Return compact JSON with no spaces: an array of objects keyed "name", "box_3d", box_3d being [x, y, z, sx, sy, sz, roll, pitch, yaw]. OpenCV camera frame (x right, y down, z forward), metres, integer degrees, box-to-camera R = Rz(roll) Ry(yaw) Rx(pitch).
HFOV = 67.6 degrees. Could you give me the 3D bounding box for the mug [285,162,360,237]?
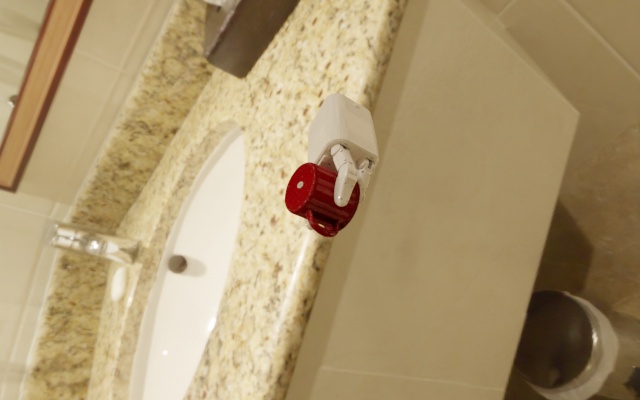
[{"name":"mug","box_3d":[0.000,0.003,0.715,0.081,0.117,0.093,23,-43,-31]}]
